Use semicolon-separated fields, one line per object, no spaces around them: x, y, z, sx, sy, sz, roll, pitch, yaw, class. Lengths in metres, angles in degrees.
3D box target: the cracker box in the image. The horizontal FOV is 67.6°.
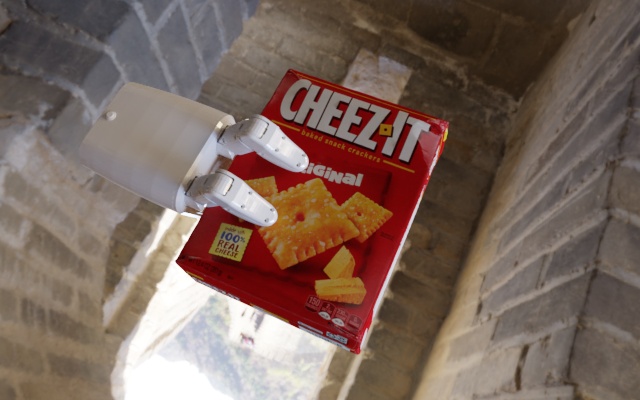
0.000;0.002;0.427;0.164;0.213;0.072;22;-21;12;cracker box
